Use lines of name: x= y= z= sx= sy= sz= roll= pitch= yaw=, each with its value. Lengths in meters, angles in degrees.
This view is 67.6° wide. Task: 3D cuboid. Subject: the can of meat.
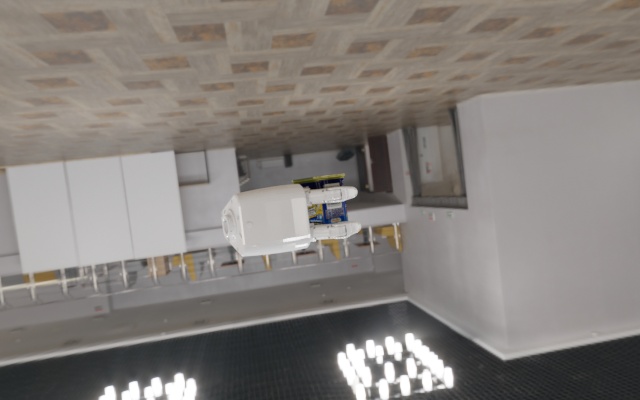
can of meat: x=0.000 y=0.003 z=0.782 sx=0.057 sy=0.084 sz=0.102 roll=-8 pitch=2 yaw=-32
